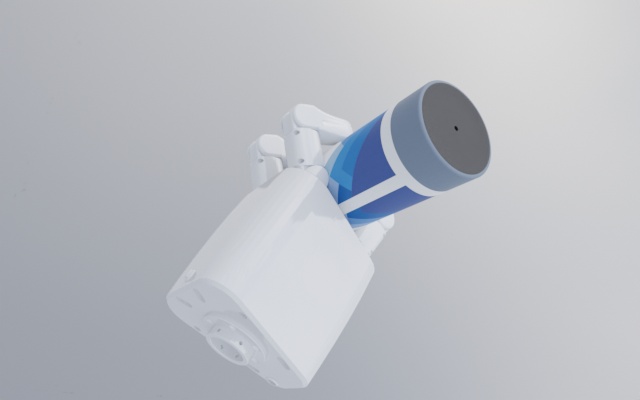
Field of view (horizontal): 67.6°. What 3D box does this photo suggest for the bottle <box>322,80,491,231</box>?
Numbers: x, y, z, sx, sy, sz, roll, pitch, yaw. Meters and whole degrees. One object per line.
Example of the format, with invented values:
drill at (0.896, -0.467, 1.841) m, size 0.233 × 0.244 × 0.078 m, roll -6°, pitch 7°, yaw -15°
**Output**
bottle at (0.000, 0.001, 0.405) m, size 0.069 × 0.069 × 0.296 m, roll 0°, pitch -18°, yaw -37°
